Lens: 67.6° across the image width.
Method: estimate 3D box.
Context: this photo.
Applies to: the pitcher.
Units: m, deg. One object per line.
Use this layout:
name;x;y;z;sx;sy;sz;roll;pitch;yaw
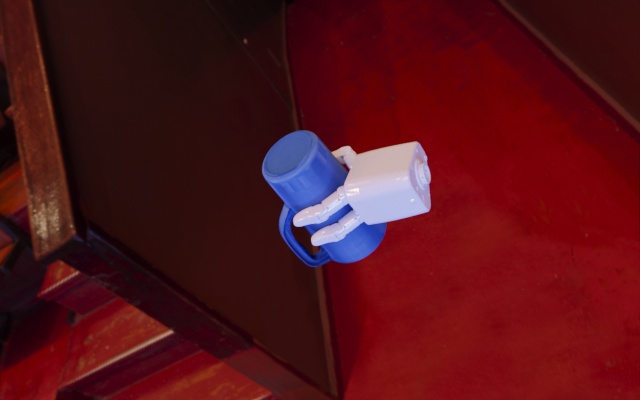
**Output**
pitcher;0.000;0.003;0.830;0.145;0.149;0.243;-12;-42;30
